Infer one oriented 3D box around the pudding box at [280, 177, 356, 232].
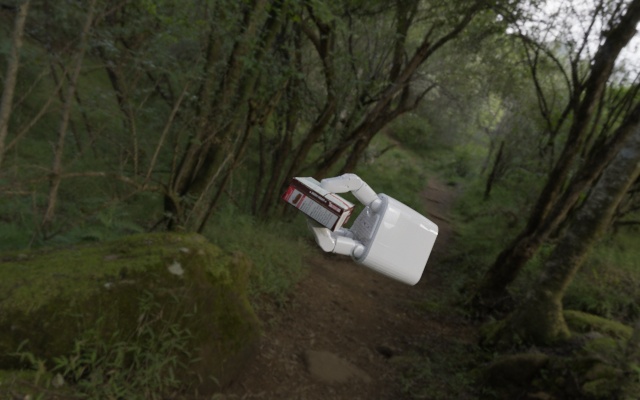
[{"bbox_3d":[0.000,0.002,0.704,0.090,0.039,0.113,32,7,8],"label":"pudding box"}]
